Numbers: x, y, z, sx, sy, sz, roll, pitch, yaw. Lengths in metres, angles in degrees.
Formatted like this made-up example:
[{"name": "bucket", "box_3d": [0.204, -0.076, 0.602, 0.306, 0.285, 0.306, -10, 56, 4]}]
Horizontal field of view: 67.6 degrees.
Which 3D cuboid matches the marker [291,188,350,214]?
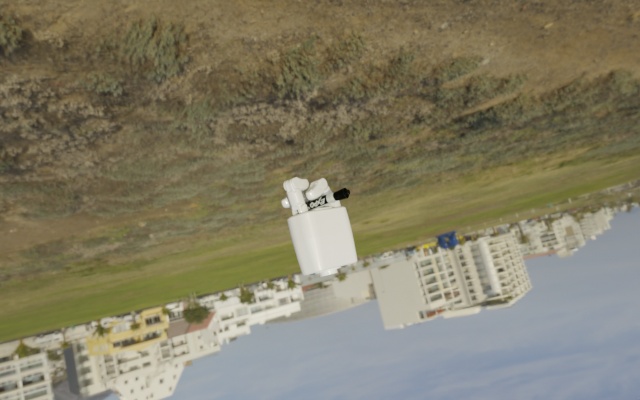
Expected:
[{"name": "marker", "box_3d": [0.000, 0.003, 0.840, 0.121, 0.020, 0.020, -20, -11, 32]}]
